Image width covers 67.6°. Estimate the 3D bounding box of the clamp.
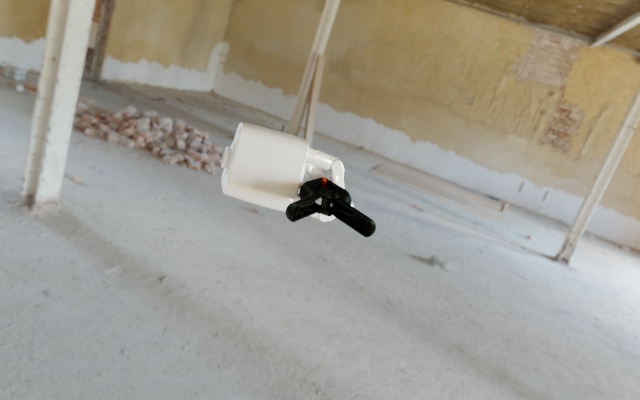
[{"bbox_3d":[0.000,0.002,0.683,0.120,0.039,0.171,15,14,-18],"label":"clamp"}]
